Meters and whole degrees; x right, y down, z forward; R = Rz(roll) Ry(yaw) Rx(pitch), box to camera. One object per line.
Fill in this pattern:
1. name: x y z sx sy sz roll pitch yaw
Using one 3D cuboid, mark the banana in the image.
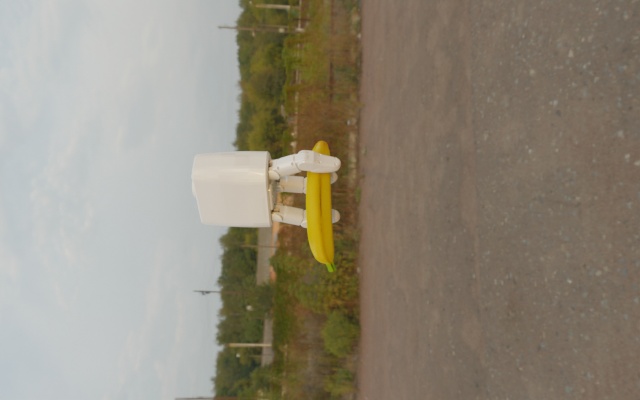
1. banana: -0.001 0.003 0.684 0.037 0.197 0.069 -3 -9 4
